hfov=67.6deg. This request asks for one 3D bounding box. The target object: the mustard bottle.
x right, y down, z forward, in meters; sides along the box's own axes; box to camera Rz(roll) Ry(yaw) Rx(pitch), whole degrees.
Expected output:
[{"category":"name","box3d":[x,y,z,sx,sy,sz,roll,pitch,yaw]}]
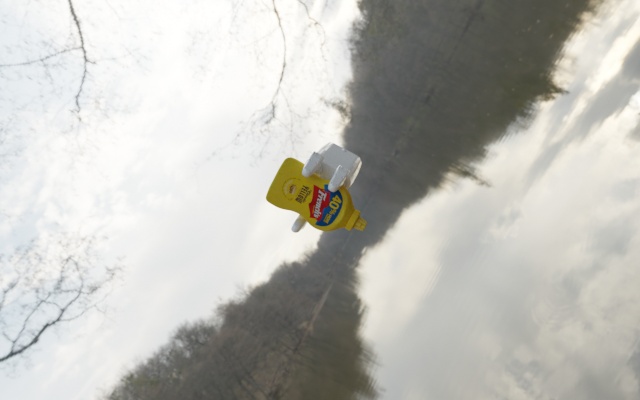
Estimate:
[{"category":"mustard bottle","box3d":[0.000,0.003,0.894,0.191,0.096,0.058,29,8,5]}]
